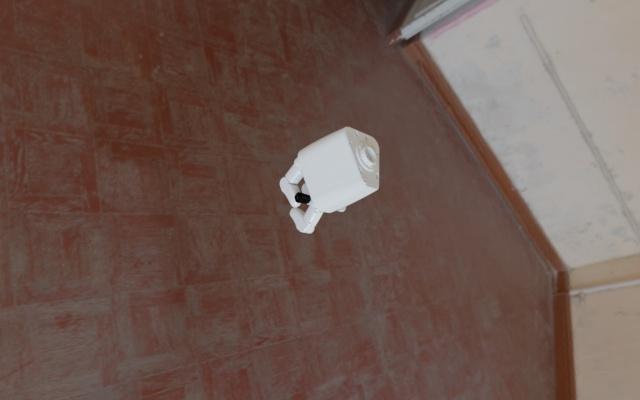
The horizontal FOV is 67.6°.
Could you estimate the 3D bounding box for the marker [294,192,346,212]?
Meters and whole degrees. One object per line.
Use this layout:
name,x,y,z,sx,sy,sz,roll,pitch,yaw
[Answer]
marker,0.000,0.003,0.841,0.020,0.020,0.121,0,-9,43
